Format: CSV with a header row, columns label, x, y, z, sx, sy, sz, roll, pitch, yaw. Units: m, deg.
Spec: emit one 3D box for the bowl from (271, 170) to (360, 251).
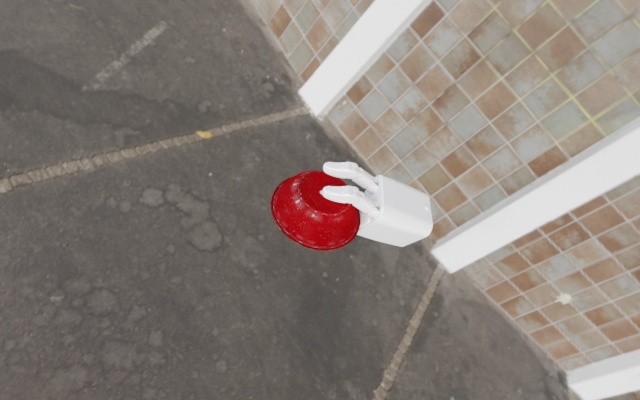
label,x,y,z,sx,sy,sz,roll,pitch,yaw
bowl,-0.001,0.002,0.804,0.162,0.162,0.055,0,-37,-21
